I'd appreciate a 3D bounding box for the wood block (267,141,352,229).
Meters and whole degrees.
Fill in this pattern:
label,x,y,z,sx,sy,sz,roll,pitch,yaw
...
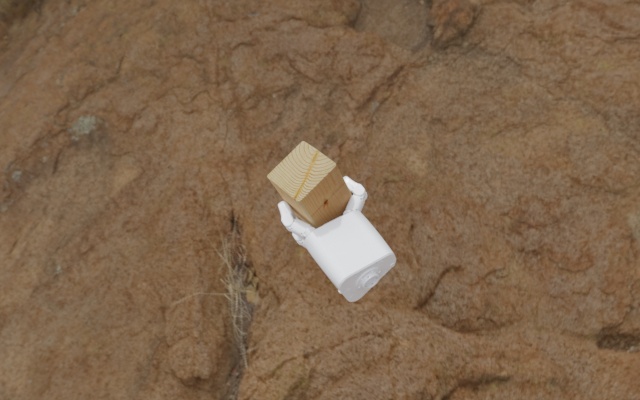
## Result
label,x,y,z,sx,sy,sz,roll,pitch,yaw
wood block,0.001,0.003,0.860,0.090,0.091,0.206,38,-12,34
